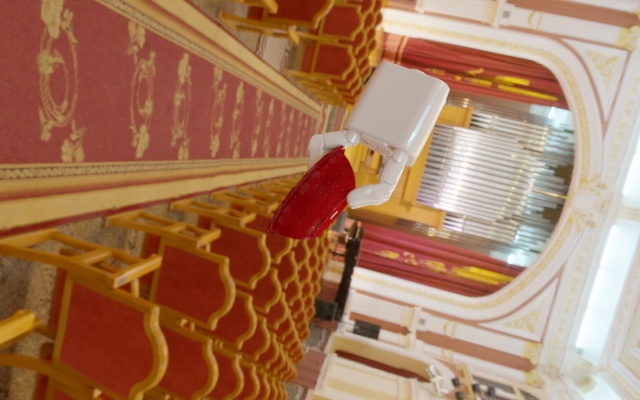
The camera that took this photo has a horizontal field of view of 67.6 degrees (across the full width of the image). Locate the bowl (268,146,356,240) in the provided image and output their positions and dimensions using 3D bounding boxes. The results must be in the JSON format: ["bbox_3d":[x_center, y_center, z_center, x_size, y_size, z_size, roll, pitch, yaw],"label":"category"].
[{"bbox_3d":[0.000,0.003,0.670,0.055,0.162,0.162,41,7,8],"label":"bowl"}]
